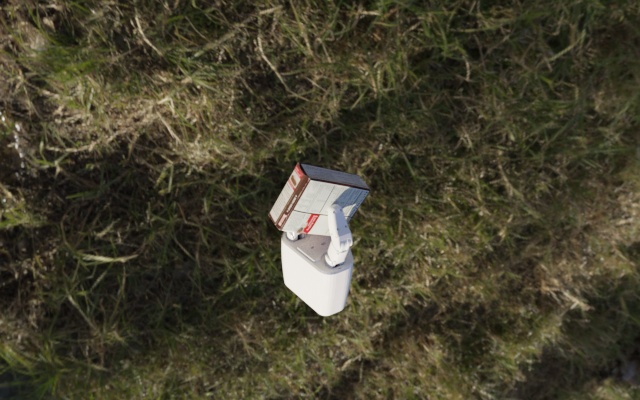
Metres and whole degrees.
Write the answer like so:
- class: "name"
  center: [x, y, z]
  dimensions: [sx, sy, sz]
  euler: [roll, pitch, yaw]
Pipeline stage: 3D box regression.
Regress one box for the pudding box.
- class: "pudding box"
  center: [0.000, 0.002, 0.643]
  dimensions: [0.113, 0.090, 0.039]
  euler: [8, 33, -41]
